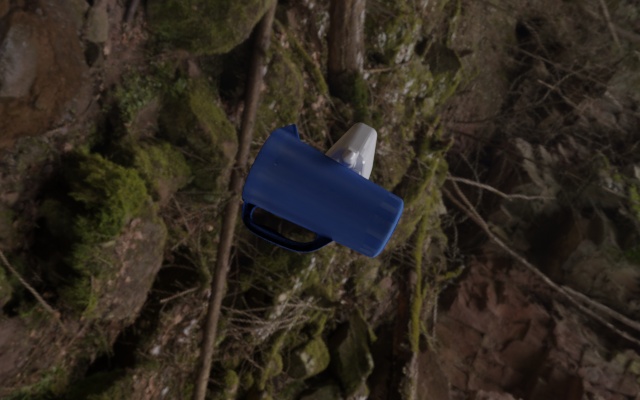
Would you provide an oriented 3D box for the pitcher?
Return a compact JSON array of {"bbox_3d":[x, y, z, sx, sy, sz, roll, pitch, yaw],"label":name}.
[{"bbox_3d":[0.000,0.002,0.773,0.243,0.149,0.145,27,39,2],"label":"pitcher"}]
